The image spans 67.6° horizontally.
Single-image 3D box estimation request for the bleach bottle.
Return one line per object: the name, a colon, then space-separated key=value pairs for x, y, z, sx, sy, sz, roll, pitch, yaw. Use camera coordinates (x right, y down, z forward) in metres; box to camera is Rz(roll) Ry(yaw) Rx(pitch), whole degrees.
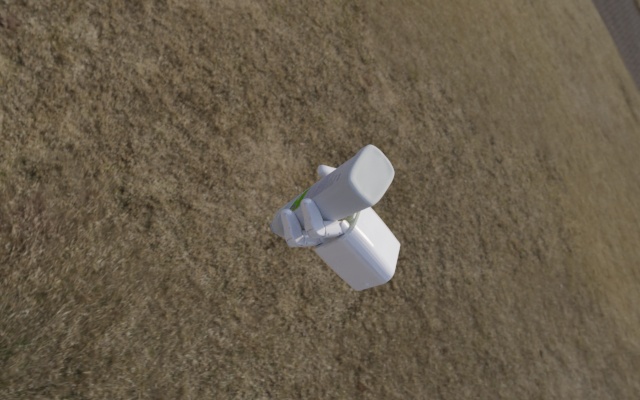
bleach bottle: x=0.000 y=0.003 z=0.776 sx=0.251 sy=0.068 sz=0.102 roll=-28 pitch=19 yaw=48
